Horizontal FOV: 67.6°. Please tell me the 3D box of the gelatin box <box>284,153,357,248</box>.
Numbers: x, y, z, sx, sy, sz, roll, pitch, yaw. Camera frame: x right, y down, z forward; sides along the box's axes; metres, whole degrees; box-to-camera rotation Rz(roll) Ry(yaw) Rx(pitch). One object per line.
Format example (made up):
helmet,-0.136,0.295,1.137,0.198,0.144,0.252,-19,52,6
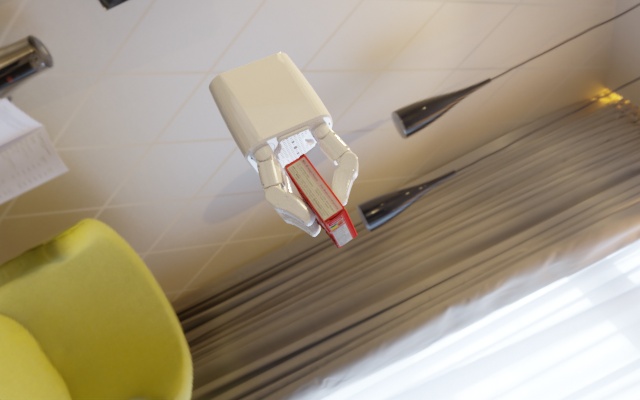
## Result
gelatin box,0.001,0.002,0.532,0.030,0.089,0.073,-35,-29,-4
